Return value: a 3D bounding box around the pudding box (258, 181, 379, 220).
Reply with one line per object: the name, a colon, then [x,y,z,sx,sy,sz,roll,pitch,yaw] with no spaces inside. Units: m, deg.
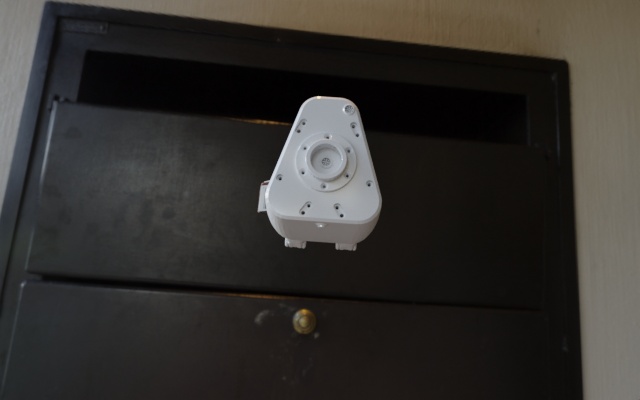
pudding box: [0.000,0.002,0.544,0.113,0.039,0.090,-2,-13,28]
